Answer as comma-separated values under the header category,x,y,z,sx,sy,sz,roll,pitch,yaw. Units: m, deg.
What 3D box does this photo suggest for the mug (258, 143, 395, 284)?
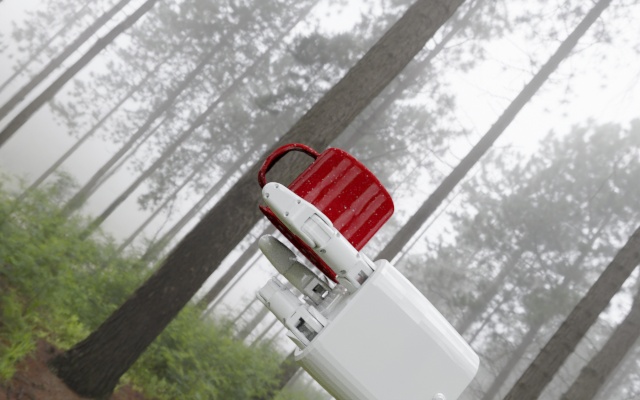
category,x,y,z,sx,sy,sz,roll,pitch,yaw
mug,-0.001,0.000,0.408,0.081,0.117,0.093,-45,2,-9
